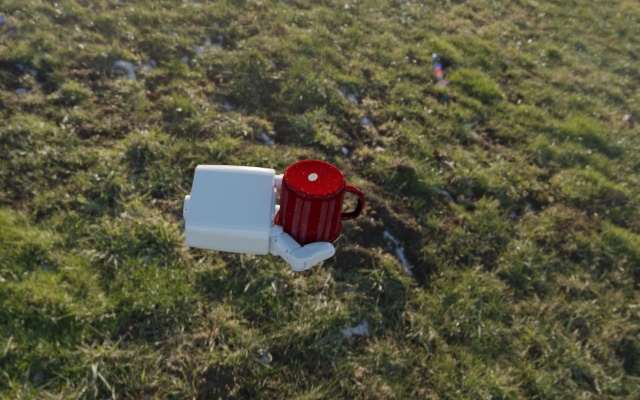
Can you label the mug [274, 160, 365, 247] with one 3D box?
[{"bbox_3d":[0.002,0.002,0.625,0.117,0.082,0.093,4,41,-6],"label":"mug"}]
